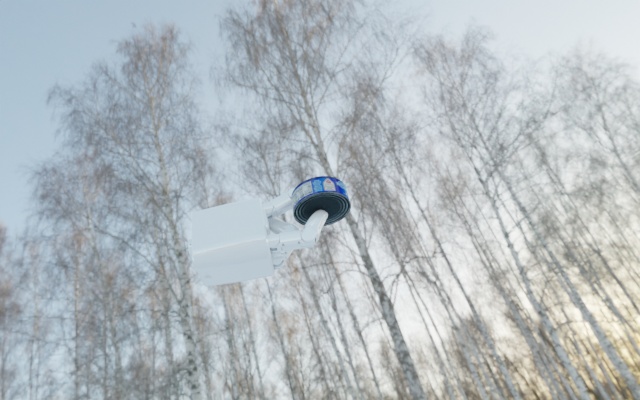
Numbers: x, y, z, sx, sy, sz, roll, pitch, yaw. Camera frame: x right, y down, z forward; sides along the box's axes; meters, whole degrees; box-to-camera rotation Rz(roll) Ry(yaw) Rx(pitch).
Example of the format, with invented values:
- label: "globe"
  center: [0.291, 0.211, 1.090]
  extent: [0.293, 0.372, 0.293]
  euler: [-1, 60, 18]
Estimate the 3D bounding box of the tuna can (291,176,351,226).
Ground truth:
- label: "tuna can"
  center: [0.000, 0.002, 0.708]
  extent: [0.086, 0.033, 0.086]
  euler: [-8, -35, -5]
